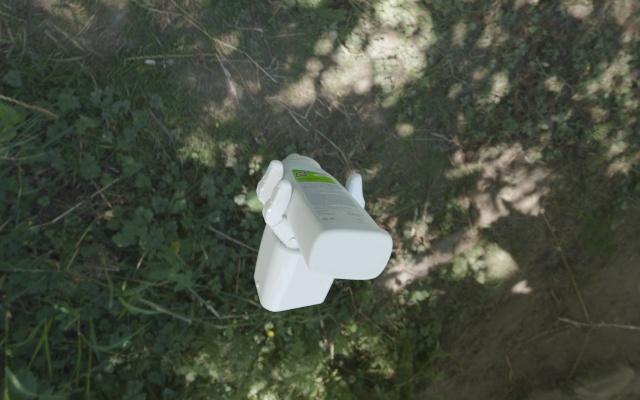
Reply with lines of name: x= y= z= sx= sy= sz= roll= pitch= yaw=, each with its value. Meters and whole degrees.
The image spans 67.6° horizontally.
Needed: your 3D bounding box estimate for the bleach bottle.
bleach bottle: x=0.000 y=0.002 z=0.637 sx=0.102 sy=0.068 sz=0.250 roll=7 pitch=27 yaw=-21
